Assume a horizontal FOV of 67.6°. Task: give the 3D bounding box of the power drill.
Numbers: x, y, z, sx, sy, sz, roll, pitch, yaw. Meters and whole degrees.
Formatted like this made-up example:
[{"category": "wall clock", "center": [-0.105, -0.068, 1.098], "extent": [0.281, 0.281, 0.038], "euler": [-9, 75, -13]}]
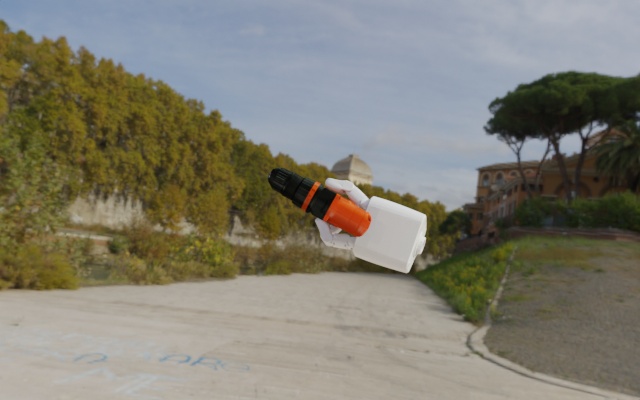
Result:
[{"category": "power drill", "center": [0.000, 0.003, 0.845], "extent": [0.184, 0.057, 0.187], "euler": [31, 2, 3]}]
